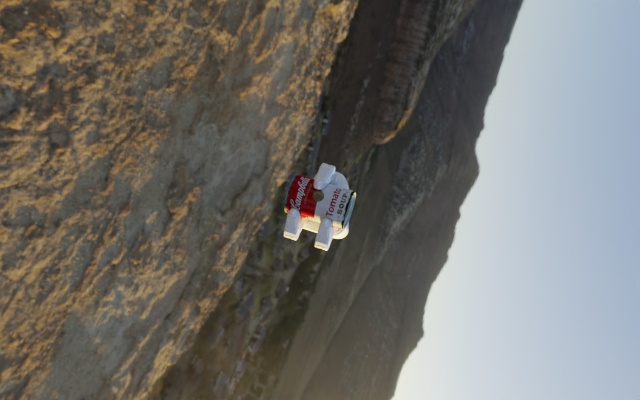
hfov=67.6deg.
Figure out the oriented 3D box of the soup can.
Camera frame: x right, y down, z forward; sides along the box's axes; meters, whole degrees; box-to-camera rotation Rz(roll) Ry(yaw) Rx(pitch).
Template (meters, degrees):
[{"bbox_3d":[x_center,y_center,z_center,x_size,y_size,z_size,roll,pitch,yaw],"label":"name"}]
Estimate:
[{"bbox_3d":[0.000,0.002,0.786,0.102,0.068,0.068,17,3,11],"label":"soup can"}]
